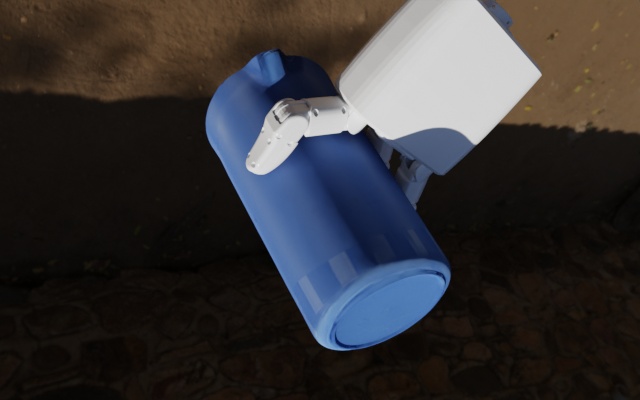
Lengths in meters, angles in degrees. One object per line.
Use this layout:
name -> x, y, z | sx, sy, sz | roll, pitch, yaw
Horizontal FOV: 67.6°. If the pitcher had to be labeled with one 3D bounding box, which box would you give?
pitcher -> 0.000, 0.001, 0.409 | 0.149, 0.242, 0.145 | 20, -59, -45
